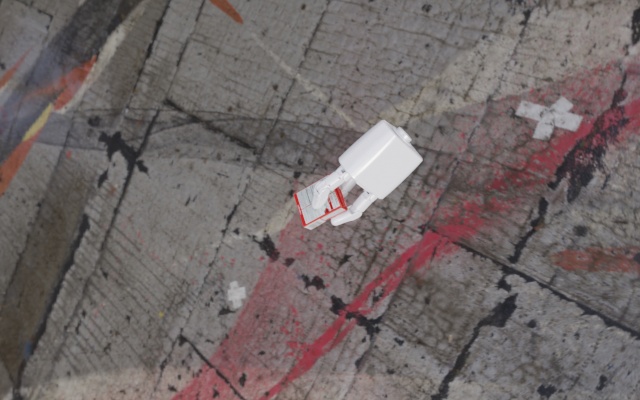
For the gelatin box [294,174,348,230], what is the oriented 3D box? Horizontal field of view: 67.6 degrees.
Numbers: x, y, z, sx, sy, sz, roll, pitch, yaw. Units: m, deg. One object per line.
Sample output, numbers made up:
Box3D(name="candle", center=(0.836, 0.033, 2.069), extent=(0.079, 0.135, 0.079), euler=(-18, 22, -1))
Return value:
Box3D(name="gelatin box", center=(0.000, 0.003, 0.899), extent=(0.089, 0.073, 0.030), euler=(-29, -27, 20))
